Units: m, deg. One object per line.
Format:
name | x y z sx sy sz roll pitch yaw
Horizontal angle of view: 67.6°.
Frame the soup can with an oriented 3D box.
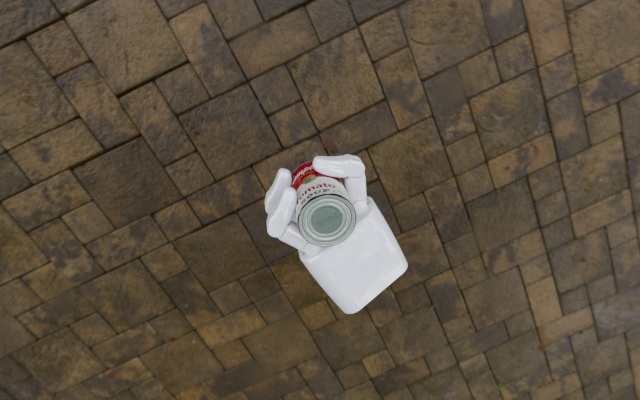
soup can | 0.000 0.002 0.567 0.068 0.068 0.102 0 26 -9
